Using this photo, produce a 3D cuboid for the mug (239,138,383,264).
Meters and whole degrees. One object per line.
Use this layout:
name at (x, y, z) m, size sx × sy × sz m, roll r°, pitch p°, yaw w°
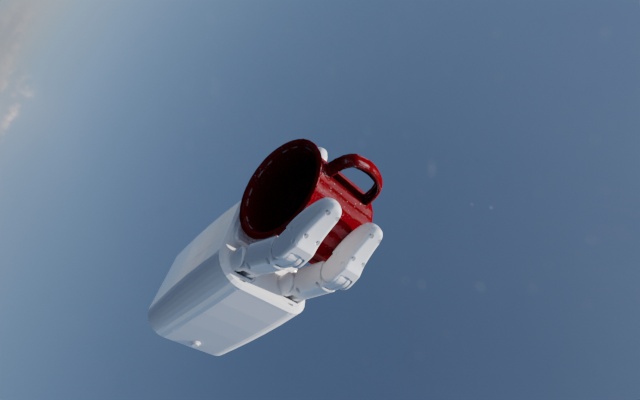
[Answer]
mug at (0.001, 0.001, 0.407) m, size 0.117 × 0.093 × 0.081 m, roll -34°, pitch -48°, yaw 25°
